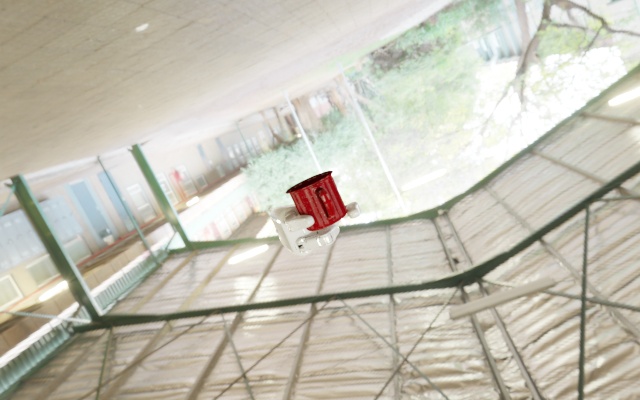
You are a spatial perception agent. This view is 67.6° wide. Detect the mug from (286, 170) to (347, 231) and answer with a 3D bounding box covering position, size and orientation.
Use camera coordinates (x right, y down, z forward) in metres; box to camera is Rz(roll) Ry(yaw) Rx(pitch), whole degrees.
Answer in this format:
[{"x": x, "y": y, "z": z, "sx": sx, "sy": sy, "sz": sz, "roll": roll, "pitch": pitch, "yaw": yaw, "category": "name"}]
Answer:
[{"x": 0.001, "y": 0.003, "z": 0.838, "sx": 0.093, "sy": 0.081, "sz": 0.117, "roll": -27, "pitch": 11, "yaw": -14, "category": "mug"}]
